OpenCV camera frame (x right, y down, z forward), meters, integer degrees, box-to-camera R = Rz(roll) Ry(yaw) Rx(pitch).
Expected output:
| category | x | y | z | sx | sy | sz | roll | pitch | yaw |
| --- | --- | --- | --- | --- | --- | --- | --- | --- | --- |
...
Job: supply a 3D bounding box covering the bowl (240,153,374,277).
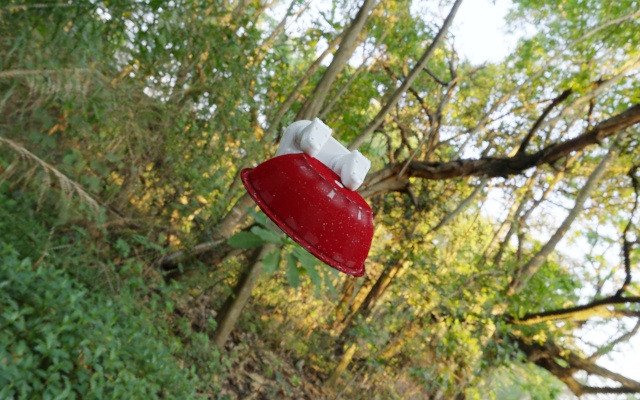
| category | x | y | z | sx | sy | sz | roll | pitch | yaw |
| --- | --- | --- | --- | --- | --- | --- | --- | --- | --- |
| bowl | 0.001 | 0.002 | 0.478 | 0.162 | 0.055 | 0.162 | 39 | 11 | -9 |
